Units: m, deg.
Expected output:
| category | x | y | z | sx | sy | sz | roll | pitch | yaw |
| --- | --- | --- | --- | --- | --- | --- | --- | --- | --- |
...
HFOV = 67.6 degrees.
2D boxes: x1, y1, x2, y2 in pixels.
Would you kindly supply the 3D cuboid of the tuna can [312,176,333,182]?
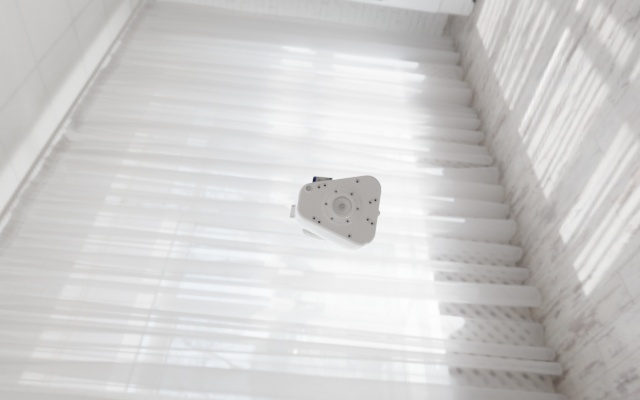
| category | x | y | z | sx | sy | sz | roll | pitch | yaw |
| --- | --- | --- | --- | --- | --- | --- | --- | --- | --- |
| tuna can | 0.000 | 0.003 | 0.790 | 0.034 | 0.086 | 0.086 | 6 | 0 | 1 |
